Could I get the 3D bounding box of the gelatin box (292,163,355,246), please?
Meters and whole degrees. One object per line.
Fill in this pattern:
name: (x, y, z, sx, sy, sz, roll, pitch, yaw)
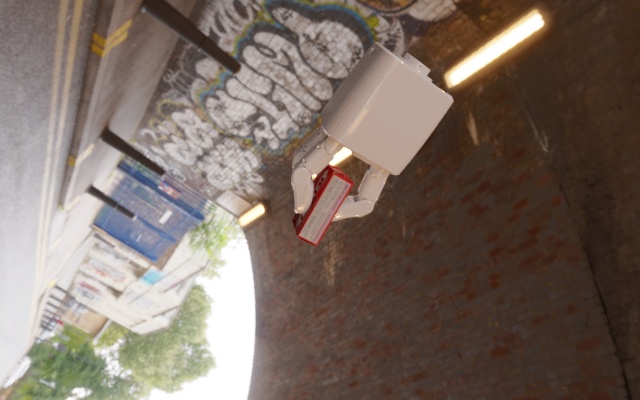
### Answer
gelatin box: (0.000, 0.002, 0.573, 0.030, 0.089, 0.073, 28, 7, -13)
